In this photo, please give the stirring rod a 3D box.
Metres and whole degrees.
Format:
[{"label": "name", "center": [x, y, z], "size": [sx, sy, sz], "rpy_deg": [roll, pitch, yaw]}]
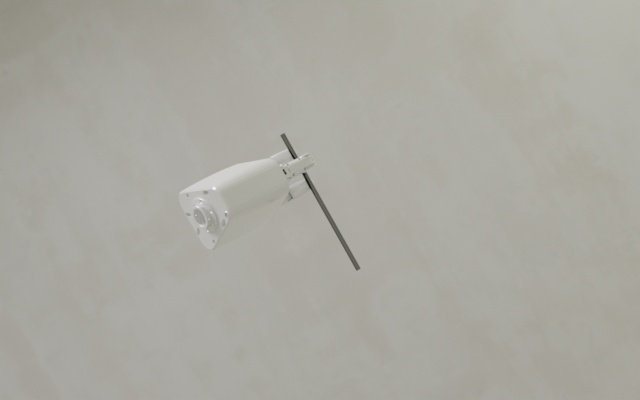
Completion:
[{"label": "stirring rod", "center": [0.000, 0.003, 0.740], "size": [0.011, 0.239, 0.011], "rpy_deg": [-29, 1, 1]}]
